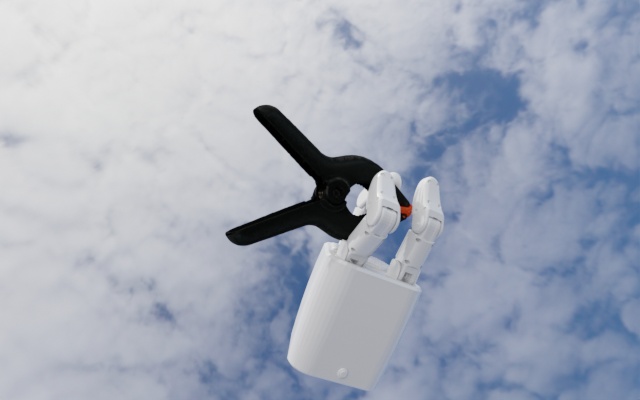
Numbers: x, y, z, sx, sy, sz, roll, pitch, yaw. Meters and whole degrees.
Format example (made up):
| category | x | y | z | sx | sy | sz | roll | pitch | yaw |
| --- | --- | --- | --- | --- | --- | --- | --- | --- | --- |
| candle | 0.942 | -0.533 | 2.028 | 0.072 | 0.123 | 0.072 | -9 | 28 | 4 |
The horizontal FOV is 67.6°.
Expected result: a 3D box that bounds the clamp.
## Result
| category | x | y | z | sx | sy | sz | roll | pitch | yaw |
| --- | --- | --- | --- | --- | --- | --- | --- | --- | --- |
| clamp | 0.000 | 0.001 | 0.428 | 0.171 | 0.120 | 0.039 | 22 | 1 | -18 |
